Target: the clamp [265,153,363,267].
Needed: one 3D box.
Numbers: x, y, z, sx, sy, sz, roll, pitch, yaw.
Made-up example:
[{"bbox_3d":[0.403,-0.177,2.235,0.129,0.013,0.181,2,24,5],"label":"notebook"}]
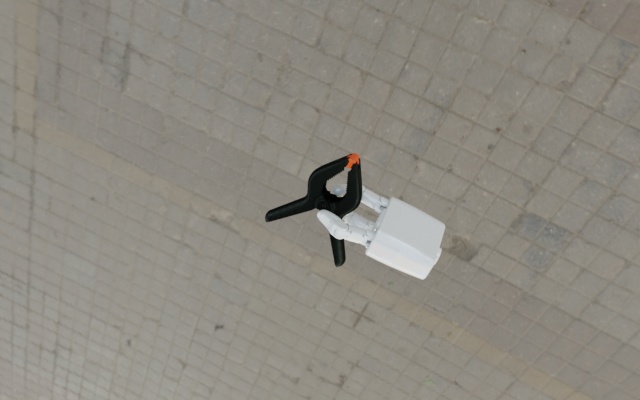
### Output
[{"bbox_3d":[0.000,0.003,0.811,0.164,0.210,0.036,26,32,5],"label":"clamp"}]
